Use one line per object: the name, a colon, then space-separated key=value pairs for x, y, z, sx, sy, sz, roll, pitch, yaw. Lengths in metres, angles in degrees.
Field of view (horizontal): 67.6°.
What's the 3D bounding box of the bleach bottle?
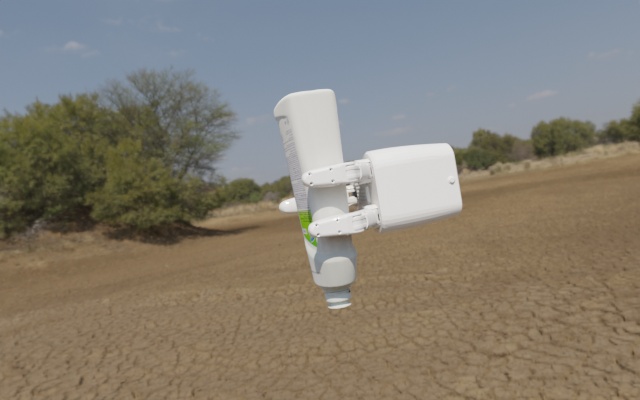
bleach bottle: x=0.000 y=0.002 z=0.575 sx=0.068 sy=0.251 sz=0.102 roll=-10 pitch=1 yaw=-13
